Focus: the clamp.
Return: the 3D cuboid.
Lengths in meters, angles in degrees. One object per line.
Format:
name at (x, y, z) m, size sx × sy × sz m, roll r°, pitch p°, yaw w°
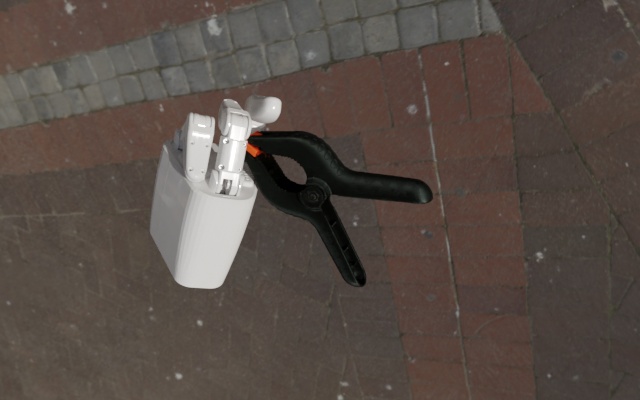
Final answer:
clamp at (0.000, 0.001, 0.430) m, size 0.171 × 0.120 × 0.039 m, roll 29°, pitch 21°, yaw 11°
